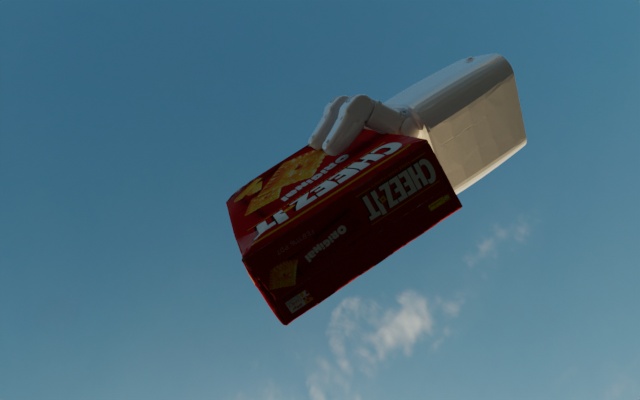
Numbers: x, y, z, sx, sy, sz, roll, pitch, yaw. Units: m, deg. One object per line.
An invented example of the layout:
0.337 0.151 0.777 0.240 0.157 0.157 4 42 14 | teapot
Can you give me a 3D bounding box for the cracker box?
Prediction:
0.000 0.002 0.445 0.164 0.072 0.213 -33 17 -6 | cracker box
